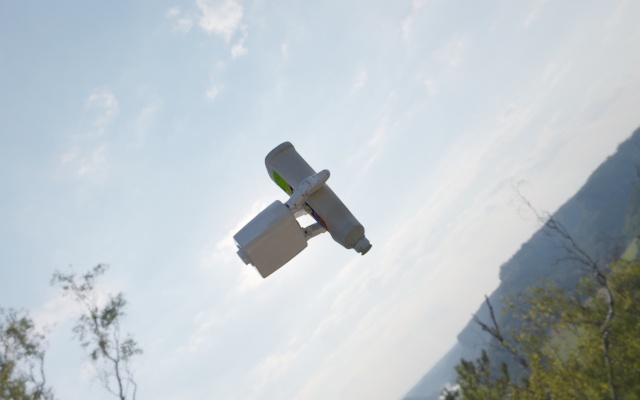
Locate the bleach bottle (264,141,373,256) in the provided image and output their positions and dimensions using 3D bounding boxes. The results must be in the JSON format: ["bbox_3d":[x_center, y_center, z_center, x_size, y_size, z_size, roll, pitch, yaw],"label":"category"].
[{"bbox_3d":[0.000,0.003,0.884,0.068,0.250,0.103,-38,-25,-14],"label":"bleach bottle"}]
